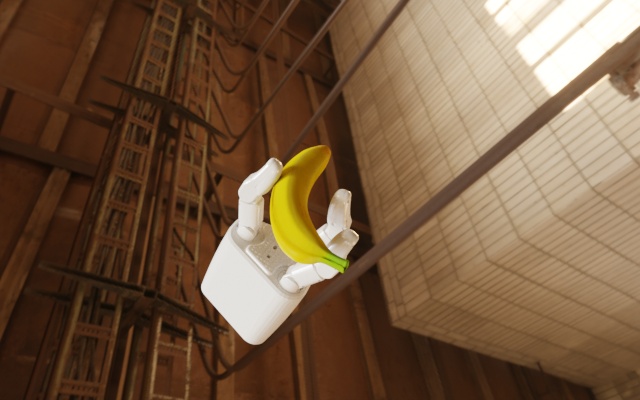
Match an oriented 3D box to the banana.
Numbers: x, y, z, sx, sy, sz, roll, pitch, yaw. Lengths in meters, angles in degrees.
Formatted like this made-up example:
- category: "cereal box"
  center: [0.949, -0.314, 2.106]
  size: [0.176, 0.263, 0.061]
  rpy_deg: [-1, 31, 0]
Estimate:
- category: "banana"
  center: [-0.017, 0.000, 0.490]
  size: [0.069, 0.037, 0.197]
  rpy_deg: [13, 38, -15]
